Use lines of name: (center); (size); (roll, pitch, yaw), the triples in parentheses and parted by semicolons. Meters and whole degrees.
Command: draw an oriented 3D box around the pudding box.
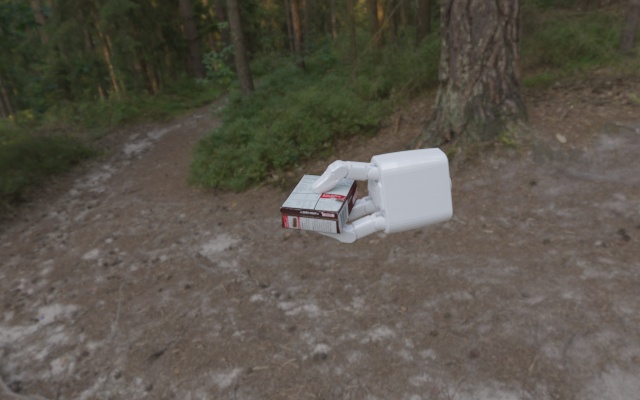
pudding box: (0.000, 0.002, 0.717); (0.090, 0.039, 0.113); (4, 29, 17)
